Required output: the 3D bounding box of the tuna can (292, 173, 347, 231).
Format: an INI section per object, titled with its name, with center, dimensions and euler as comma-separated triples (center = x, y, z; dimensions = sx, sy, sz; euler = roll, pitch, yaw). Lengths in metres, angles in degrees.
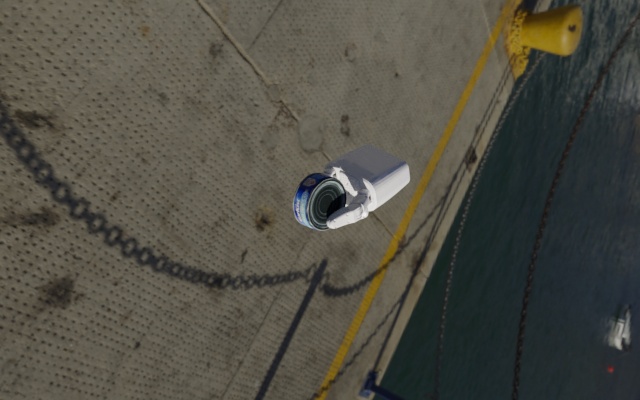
[tuna can]
center = 0.000, 0.003, 0.733
dimensions = 0.086, 0.086, 0.033
euler = 0, 14, -45
